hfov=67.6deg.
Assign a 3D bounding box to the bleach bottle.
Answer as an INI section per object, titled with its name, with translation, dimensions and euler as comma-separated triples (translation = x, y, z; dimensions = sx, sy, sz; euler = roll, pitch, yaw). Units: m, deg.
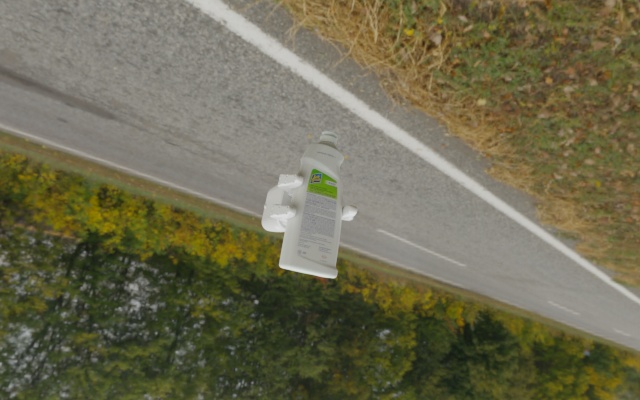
[bleach bottle]
translation = 0.000, 0.003, 0.838
dimensions = 0.102, 0.250, 0.068
euler = 16, -12, -21
